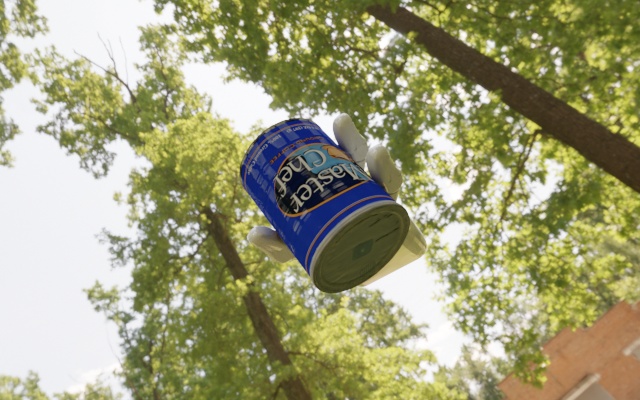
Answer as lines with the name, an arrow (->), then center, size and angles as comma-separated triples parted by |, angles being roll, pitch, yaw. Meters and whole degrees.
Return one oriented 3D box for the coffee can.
coffee can -> 0.000, 0.002, 0.451 | 0.103, 0.103, 0.140 | 0, 38, -43
